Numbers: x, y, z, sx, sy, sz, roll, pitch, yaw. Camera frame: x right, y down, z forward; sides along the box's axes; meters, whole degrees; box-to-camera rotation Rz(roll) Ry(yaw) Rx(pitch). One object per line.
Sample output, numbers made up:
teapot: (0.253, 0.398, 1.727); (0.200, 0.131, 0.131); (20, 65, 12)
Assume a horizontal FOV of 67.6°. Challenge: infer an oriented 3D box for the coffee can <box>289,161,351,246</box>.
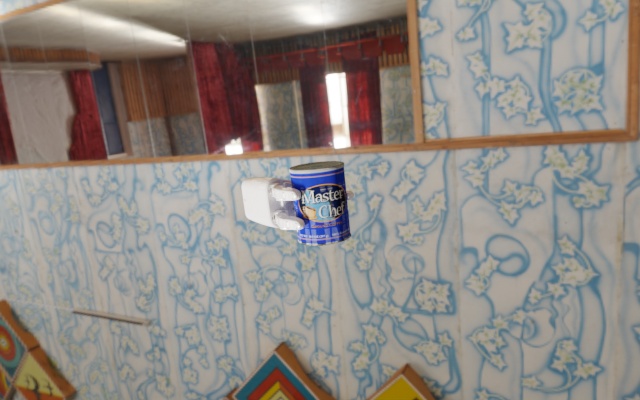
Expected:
coffee can: (0.000, 0.003, 0.895); (0.103, 0.140, 0.103); (-6, 11, 1)
